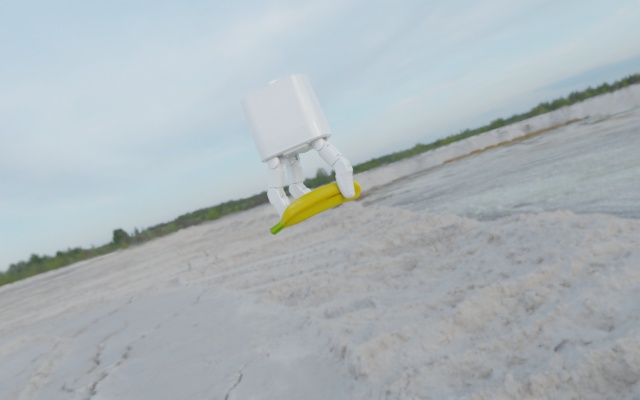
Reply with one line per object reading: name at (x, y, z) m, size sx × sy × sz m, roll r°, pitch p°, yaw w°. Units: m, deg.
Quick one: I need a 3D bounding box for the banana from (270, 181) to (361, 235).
banana at (0.008, -0.002, 0.754) m, size 0.197 × 0.037 × 0.070 m, roll -23°, pitch -5°, yaw -39°
